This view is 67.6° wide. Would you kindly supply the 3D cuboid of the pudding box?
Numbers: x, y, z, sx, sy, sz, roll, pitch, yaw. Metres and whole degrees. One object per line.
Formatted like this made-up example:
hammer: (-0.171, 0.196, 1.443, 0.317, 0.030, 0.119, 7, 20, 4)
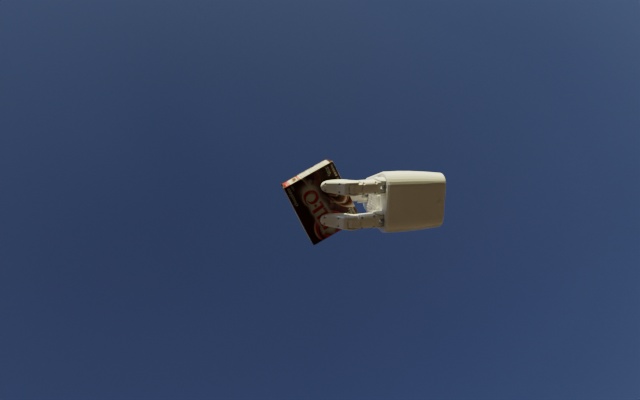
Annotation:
pudding box: (0.000, 0.002, 0.775, 0.090, 0.113, 0.039, -30, 17, -8)
